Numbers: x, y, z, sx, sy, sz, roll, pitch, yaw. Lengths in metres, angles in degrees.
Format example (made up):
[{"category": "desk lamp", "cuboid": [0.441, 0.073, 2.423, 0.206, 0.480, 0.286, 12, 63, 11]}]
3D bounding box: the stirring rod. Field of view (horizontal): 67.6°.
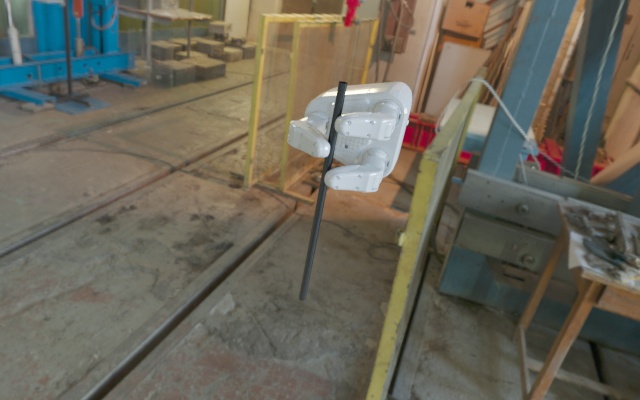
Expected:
[{"category": "stirring rod", "cuboid": [0.000, 0.002, 0.478, 0.011, 0.240, 0.011, 9, 25, -4]}]
